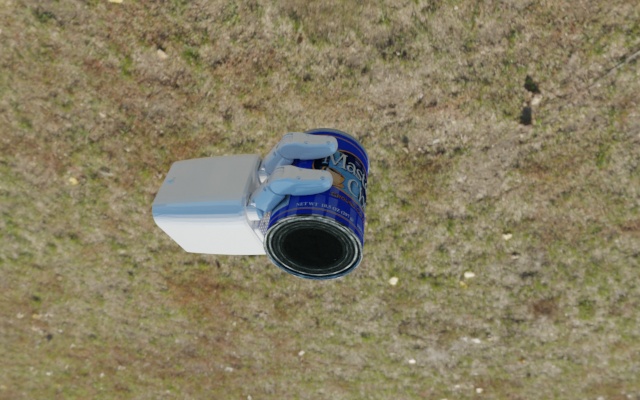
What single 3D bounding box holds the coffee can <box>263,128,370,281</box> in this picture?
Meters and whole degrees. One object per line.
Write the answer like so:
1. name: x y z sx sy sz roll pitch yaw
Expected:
1. coffee can: 0.000 0.002 0.531 0.103 0.103 0.140 5 45 5
